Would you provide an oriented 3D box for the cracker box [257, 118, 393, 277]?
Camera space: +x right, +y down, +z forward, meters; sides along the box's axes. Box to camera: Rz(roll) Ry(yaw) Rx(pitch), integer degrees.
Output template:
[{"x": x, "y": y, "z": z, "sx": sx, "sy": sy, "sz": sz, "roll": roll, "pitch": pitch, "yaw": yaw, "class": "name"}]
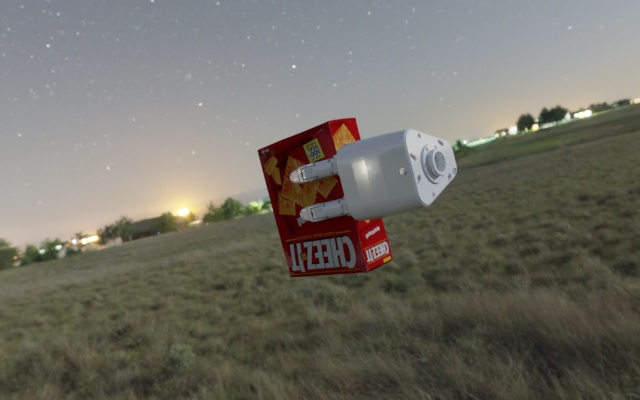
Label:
[{"x": 0.000, "y": 0.002, "z": 0.714, "sx": 0.164, "sy": 0.213, "sz": 0.072, "roll": -12, "pitch": 3, "yaw": 44, "class": "cracker box"}]
